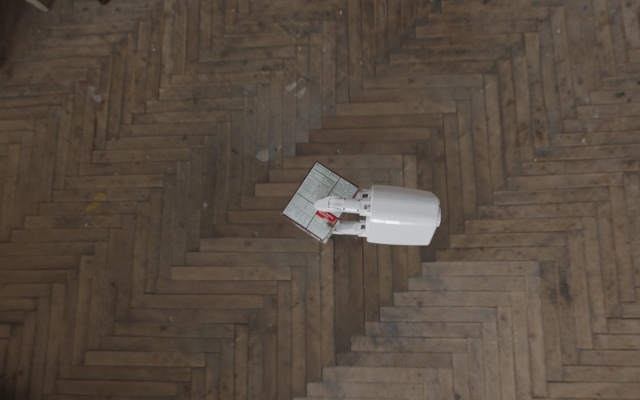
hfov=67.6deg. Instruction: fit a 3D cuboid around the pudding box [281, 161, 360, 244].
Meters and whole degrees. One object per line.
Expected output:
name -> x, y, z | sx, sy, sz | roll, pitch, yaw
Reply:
pudding box -> 0.000, 0.003, 0.814 | 0.090, 0.113, 0.039 | 33, -6, 8
